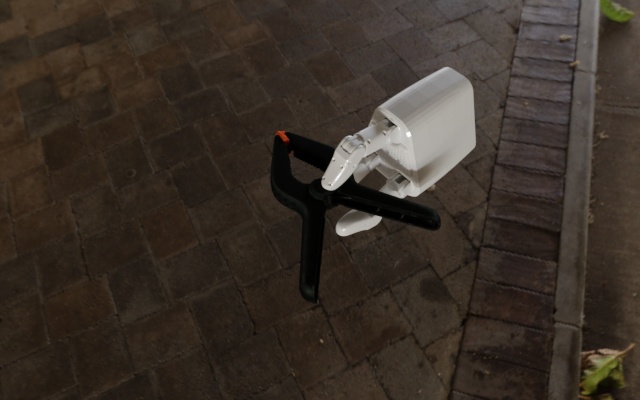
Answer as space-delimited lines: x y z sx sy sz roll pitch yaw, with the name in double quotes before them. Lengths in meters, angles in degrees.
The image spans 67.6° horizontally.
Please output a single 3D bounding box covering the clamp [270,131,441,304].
"clamp" 0.000 0.001 0.517 0.164 0.210 0.036 -34 -30 -20
